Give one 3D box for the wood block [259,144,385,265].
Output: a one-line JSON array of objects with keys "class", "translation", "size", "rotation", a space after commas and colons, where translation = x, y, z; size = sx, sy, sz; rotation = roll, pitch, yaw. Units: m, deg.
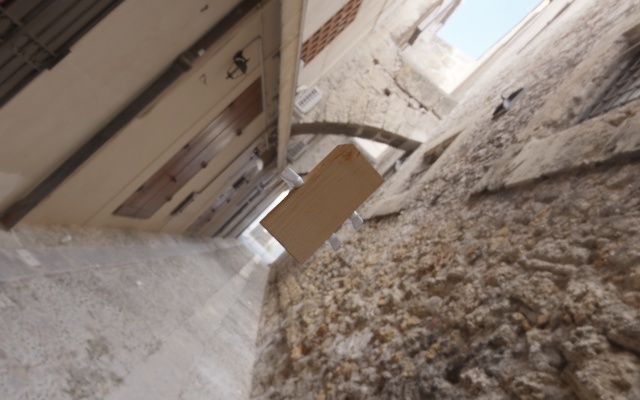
[{"class": "wood block", "translation": [0.000, 0.002, 0.845], "size": [0.206, 0.091, 0.090], "rotation": [-45, 15, -7]}]
